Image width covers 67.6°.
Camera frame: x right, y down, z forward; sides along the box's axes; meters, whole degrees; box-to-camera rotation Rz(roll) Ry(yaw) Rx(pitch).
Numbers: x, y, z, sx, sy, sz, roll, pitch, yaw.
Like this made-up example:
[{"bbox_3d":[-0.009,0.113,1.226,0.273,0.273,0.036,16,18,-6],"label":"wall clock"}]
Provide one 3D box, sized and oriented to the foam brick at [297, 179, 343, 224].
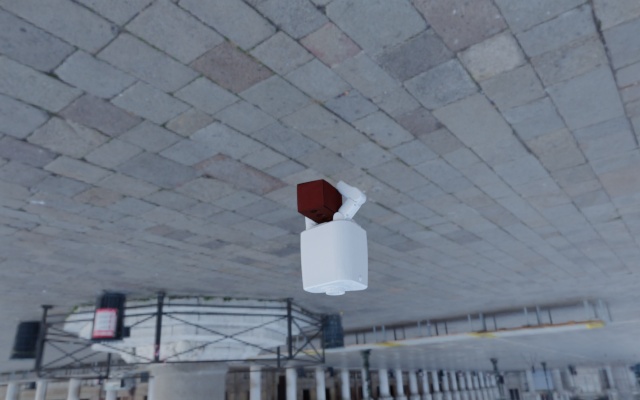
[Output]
[{"bbox_3d":[0.000,0.003,0.833,0.053,0.051,0.078,-12,-24,26],"label":"foam brick"}]
